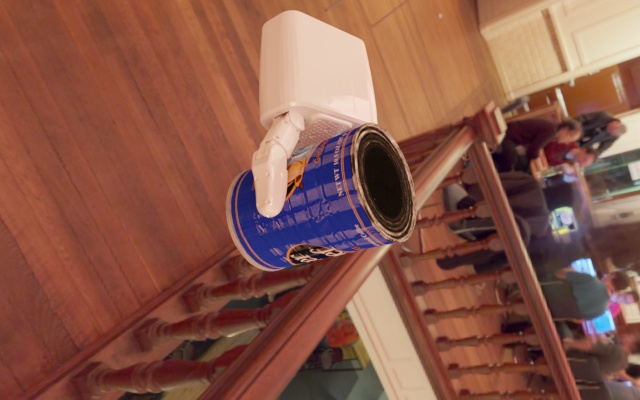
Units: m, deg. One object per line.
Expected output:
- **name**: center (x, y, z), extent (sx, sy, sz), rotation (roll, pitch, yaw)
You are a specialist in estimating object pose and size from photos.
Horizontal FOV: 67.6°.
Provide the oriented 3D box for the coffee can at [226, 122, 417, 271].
- **coffee can**: center (0.000, 0.002, 0.431), extent (0.140, 0.103, 0.103), rotation (-17, -10, 33)
